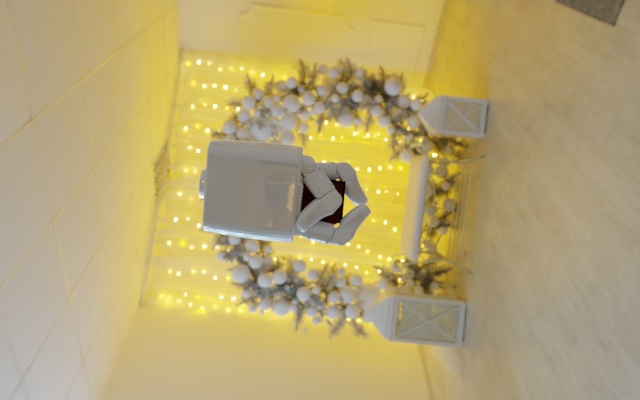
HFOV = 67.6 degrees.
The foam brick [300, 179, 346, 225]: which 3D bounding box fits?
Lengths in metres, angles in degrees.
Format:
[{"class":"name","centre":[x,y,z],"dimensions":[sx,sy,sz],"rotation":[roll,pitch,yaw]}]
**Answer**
[{"class":"foam brick","centre":[0.000,0.002,0.604],"dimensions":[0.051,0.053,0.078],"rotation":[5,-5,-4]}]
